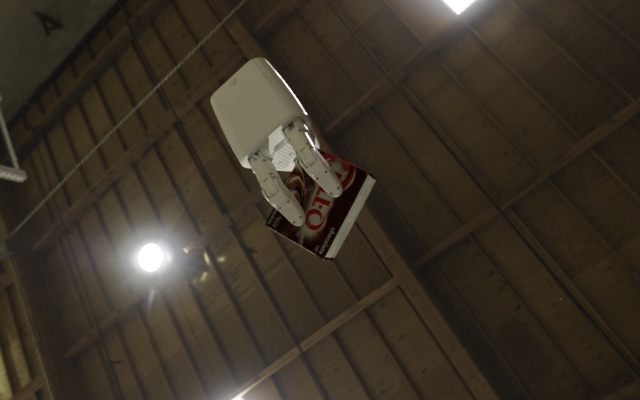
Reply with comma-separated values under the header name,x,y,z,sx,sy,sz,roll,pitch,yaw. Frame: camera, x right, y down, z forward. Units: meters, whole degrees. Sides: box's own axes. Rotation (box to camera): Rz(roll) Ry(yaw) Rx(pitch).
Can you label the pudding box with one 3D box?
name,x,y,z,sx,sy,sz,roll,pitch,yaw
pudding box,0.000,0.002,0.562,0.090,0.113,0.039,27,3,28
